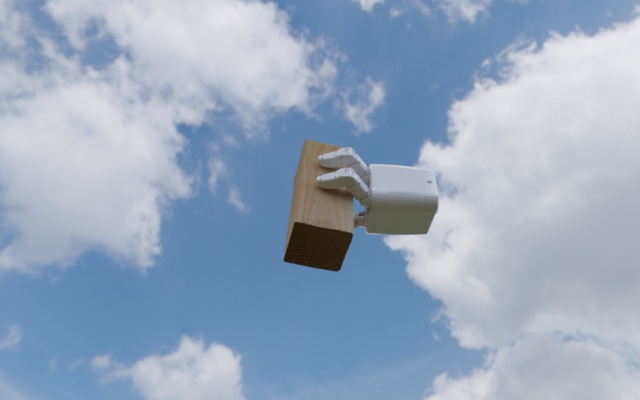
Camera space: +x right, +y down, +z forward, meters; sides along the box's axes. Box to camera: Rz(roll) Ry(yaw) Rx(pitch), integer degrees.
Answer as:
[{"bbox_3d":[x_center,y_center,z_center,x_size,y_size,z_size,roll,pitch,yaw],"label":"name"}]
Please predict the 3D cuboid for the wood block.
[{"bbox_3d":[0.000,0.003,0.775,0.090,0.091,0.206,11,41,-6],"label":"wood block"}]
